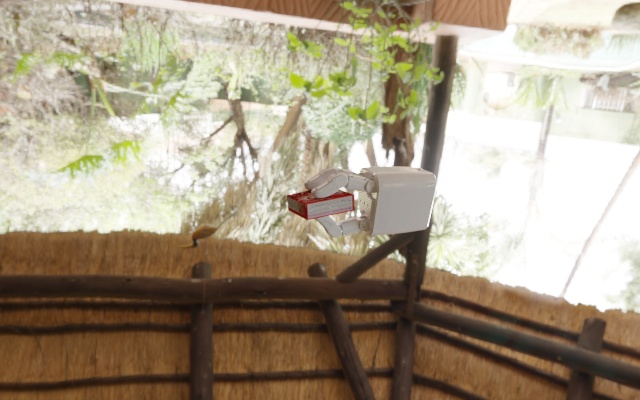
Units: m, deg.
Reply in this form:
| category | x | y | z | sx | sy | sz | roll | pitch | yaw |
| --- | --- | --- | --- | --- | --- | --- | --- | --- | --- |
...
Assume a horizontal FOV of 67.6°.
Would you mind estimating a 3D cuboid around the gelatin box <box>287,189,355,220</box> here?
| category | x | y | z | sx | sy | sz | roll | pitch | yaw |
| --- | --- | --- | --- | --- | --- | --- | --- | --- | --- |
| gelatin box | 0.000 | 0.003 | 0.774 | 0.089 | 0.030 | 0.073 | -12 | 17 | -25 |
